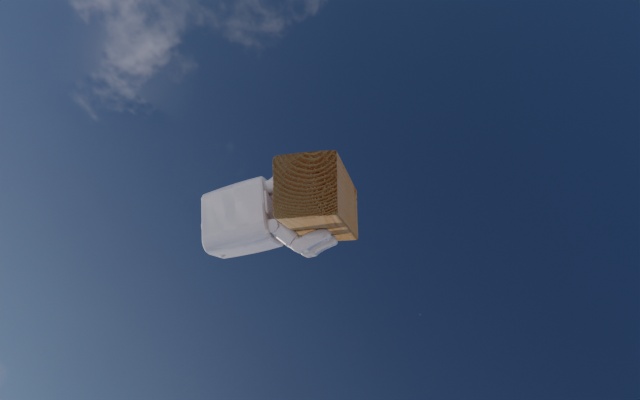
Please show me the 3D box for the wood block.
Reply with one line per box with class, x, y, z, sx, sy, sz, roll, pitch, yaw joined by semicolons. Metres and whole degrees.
wood block;0.000;0.002;0.726;0.090;0.090;0.206;-4;-14;11
